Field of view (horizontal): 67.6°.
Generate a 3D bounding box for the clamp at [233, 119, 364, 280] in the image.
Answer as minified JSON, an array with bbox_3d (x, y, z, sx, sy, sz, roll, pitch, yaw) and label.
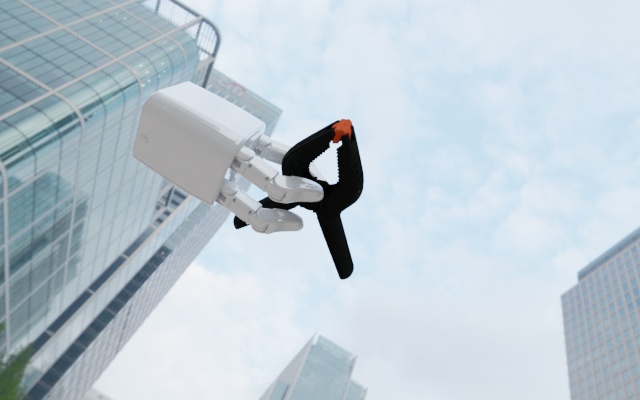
[{"bbox_3d":[0.000,0.001,0.550,0.164,0.210,0.036,30,40,-3],"label":"clamp"}]
